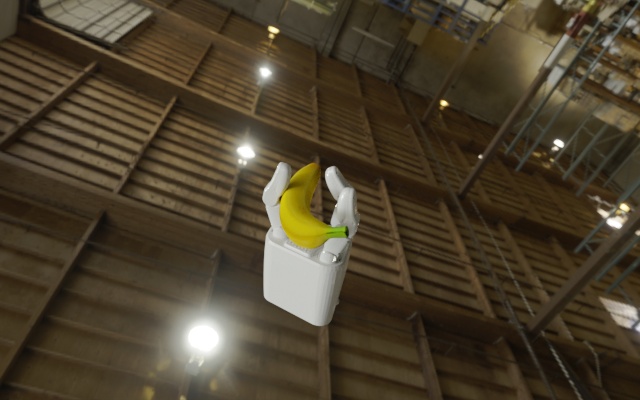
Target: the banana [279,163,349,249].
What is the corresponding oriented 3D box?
[{"bbox_3d":[-0.017,0.008,0.583,0.069,0.037,0.197,-13,29,-5],"label":"banana"}]
